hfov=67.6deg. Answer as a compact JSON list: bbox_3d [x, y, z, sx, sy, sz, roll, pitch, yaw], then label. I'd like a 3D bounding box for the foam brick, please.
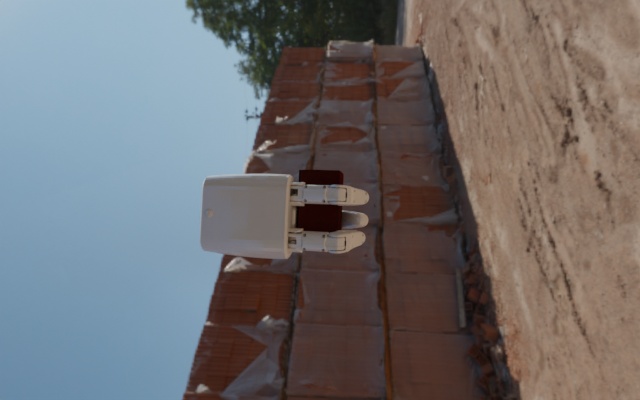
[{"bbox_3d":[0.000,0.002,0.591,0.051,0.078,0.053,2,-3,7],"label":"foam brick"}]
